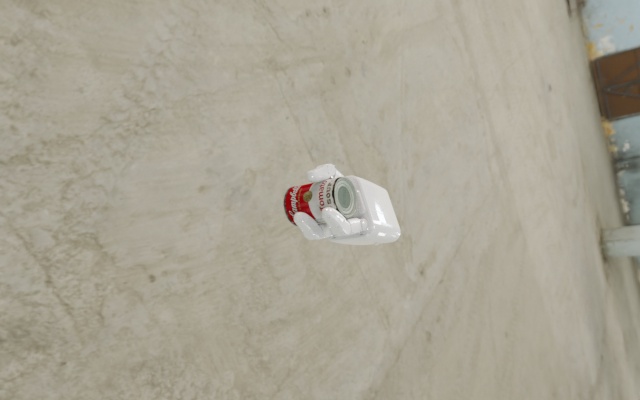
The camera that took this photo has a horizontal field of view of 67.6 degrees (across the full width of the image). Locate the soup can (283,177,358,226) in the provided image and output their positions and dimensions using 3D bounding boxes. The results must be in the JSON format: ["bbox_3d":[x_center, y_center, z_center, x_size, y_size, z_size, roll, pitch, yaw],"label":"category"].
[{"bbox_3d":[0.000,0.002,0.772,0.102,0.068,0.068,-10,-6,36],"label":"soup can"}]
